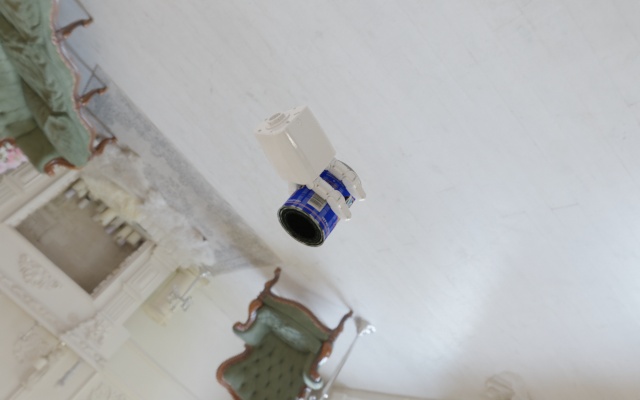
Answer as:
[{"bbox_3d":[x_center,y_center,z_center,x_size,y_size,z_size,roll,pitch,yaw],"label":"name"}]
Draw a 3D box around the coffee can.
[{"bbox_3d":[0.000,0.003,0.897,0.103,0.103,0.140,0,41,44],"label":"coffee can"}]
